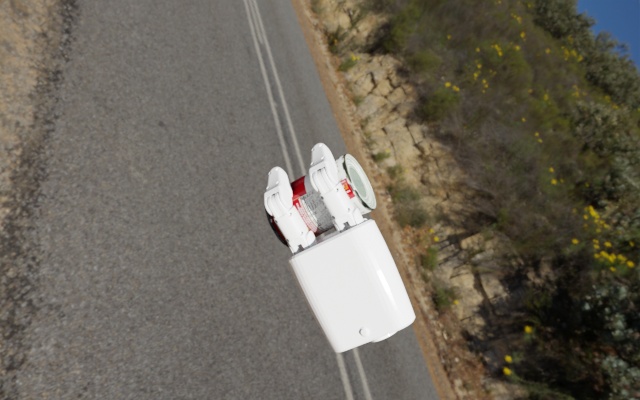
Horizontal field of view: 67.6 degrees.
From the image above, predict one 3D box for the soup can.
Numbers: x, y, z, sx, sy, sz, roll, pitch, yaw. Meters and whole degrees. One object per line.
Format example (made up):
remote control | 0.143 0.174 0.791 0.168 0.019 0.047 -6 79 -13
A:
soup can | 0.000 0.001 0.517 0.102 0.068 0.068 -27 -10 19
